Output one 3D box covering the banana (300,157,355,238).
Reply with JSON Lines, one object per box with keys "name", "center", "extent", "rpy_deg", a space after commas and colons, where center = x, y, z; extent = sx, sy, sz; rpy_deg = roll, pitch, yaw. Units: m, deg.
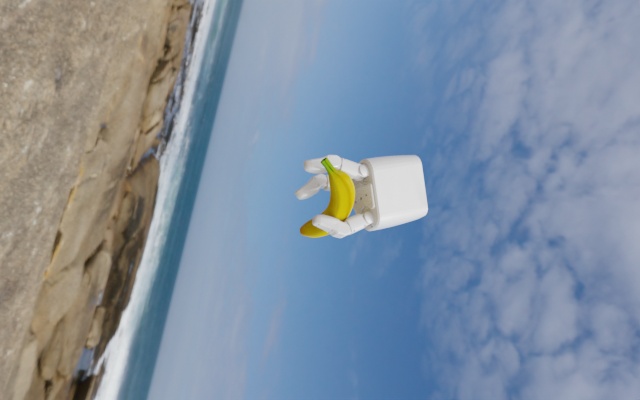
{"name": "banana", "center": [0.014, 0.012, 0.767], "extent": [0.037, 0.069, 0.198], "rpy_deg": [-37, -21, -36]}
